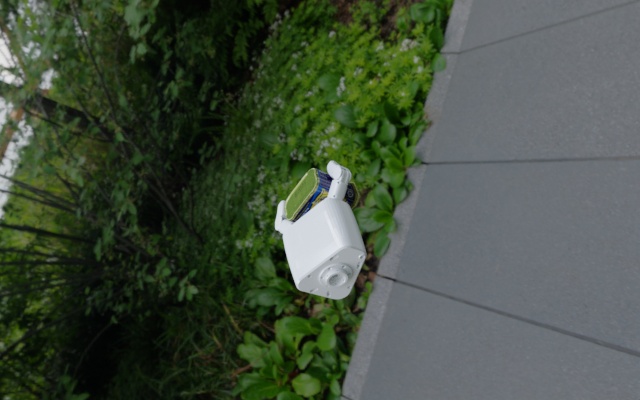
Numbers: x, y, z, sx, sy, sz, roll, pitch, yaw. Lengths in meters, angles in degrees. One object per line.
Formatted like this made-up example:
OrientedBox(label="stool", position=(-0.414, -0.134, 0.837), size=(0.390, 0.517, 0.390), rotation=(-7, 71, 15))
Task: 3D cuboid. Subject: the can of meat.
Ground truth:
OrientedBox(label="can of meat", position=(0.000, 0.002, 0.794), size=(0.084, 0.102, 0.057), rotation=(21, 33, -29))
